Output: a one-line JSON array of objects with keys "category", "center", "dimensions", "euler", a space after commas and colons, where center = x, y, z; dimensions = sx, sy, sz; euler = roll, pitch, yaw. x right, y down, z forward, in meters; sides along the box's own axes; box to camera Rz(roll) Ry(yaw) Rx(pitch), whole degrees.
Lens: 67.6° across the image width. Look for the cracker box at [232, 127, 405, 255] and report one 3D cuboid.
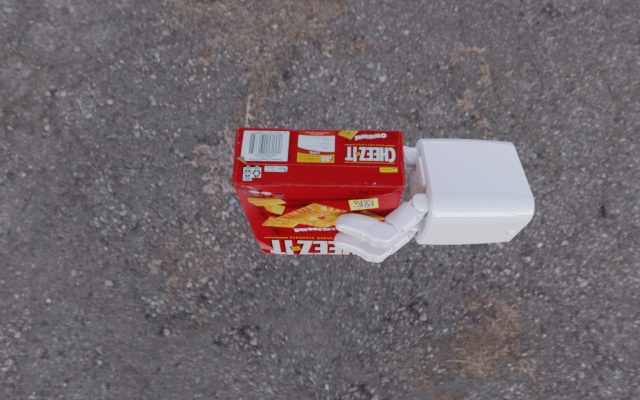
[{"category": "cracker box", "center": [0.000, 0.002, 0.545], "dimensions": [0.164, 0.072, 0.214], "euler": [1, -24, 1]}]
